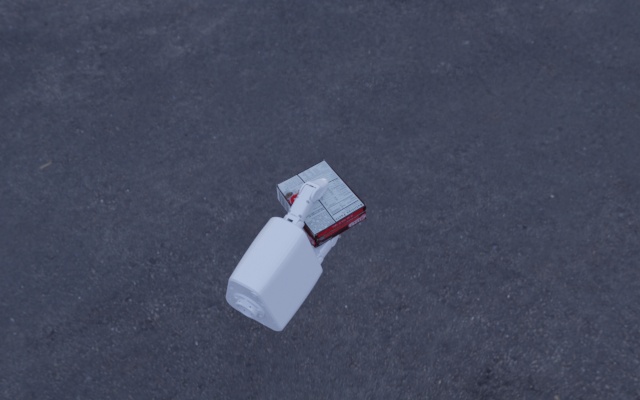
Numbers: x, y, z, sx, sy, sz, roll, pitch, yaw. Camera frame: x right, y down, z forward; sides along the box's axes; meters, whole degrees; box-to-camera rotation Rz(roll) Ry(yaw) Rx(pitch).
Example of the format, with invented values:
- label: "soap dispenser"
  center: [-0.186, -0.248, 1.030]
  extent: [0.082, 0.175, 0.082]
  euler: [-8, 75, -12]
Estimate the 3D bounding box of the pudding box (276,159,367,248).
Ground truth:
- label: "pudding box"
  center: [0.000, 0.002, 0.697]
  extent: [0.090, 0.113, 0.039]
  euler: [-29, -32, -17]
